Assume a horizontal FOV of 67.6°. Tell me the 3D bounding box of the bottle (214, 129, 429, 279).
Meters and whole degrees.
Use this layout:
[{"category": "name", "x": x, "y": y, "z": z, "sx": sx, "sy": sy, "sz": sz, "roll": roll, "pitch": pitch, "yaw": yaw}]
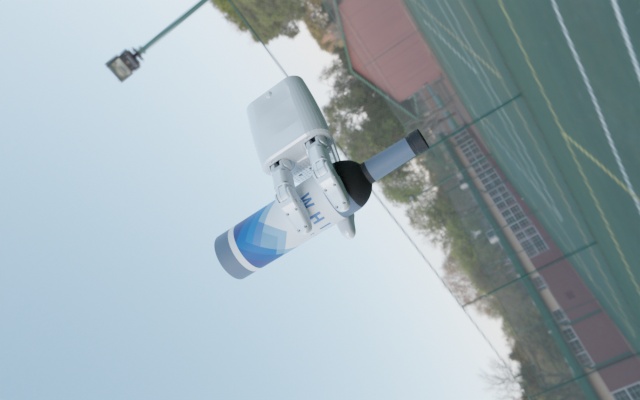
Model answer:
[{"category": "bottle", "x": 0.000, "y": 0.002, "z": 0.597, "sx": 0.296, "sy": 0.069, "sz": 0.069, "roll": -32, "pitch": -10, "yaw": 17}]
